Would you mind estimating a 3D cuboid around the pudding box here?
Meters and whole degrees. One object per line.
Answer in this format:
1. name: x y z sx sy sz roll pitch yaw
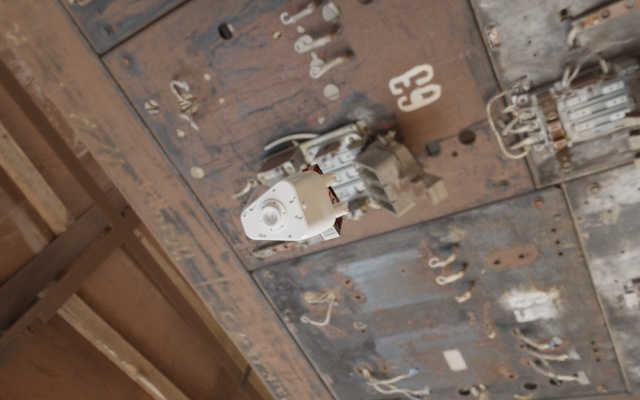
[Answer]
1. pudding box: 0.000 0.003 0.866 0.039 0.113 0.090 -19 29 22
